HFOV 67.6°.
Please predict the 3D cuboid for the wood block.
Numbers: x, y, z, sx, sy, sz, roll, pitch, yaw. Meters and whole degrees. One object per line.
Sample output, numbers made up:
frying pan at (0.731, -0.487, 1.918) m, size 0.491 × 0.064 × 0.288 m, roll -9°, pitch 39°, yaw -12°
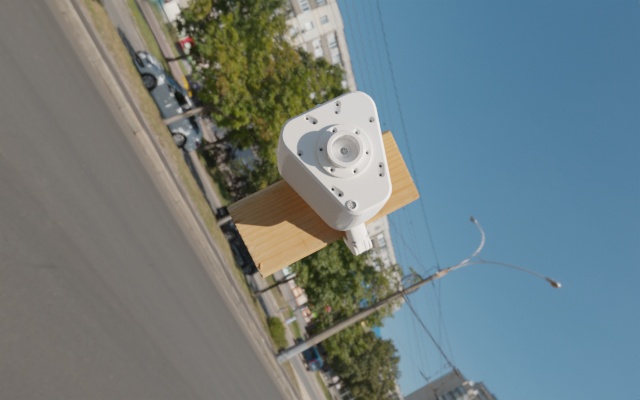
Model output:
wood block at (0.000, 0.002, 0.583) m, size 0.206 × 0.091 × 0.090 m, roll -26°, pitch 5°, yaw -8°
